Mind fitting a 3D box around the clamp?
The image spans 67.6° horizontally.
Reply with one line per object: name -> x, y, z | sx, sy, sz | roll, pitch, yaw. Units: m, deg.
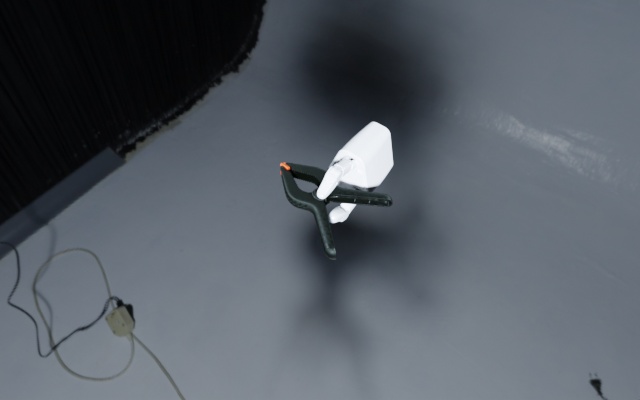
clamp -> 0.000, 0.002, 0.848 | 0.210, 0.164, 0.036 | 31, -32, 19
